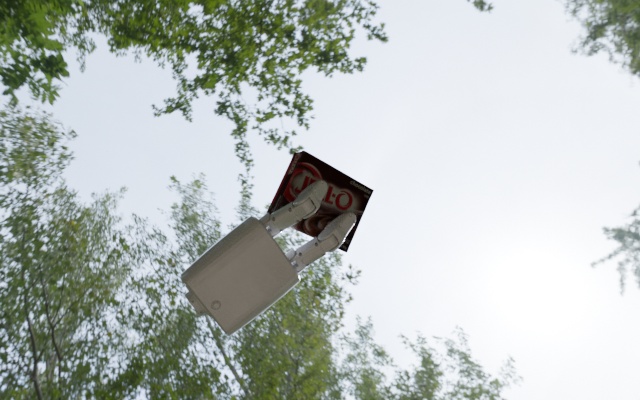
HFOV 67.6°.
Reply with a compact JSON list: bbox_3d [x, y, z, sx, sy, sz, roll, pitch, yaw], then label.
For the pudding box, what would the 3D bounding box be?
[{"bbox_3d":[0.000,0.002,0.602,0.113,0.090,0.039,28,-8,-25],"label":"pudding box"}]
